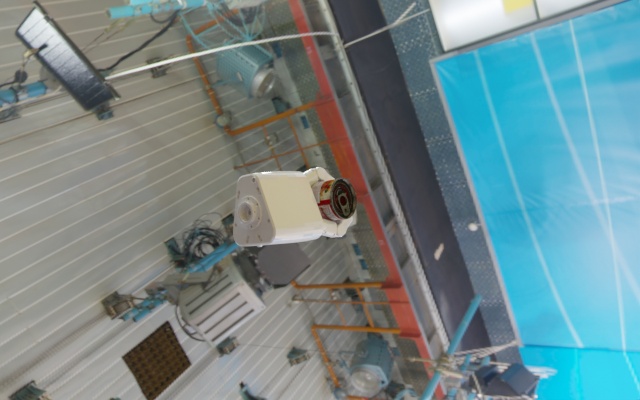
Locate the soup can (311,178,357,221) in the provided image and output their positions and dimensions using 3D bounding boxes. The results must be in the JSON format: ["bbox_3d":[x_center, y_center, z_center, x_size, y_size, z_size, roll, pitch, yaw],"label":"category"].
[{"bbox_3d":[0.000,0.003,0.803,0.102,0.068,0.068,-9,-6,39],"label":"soup can"}]
